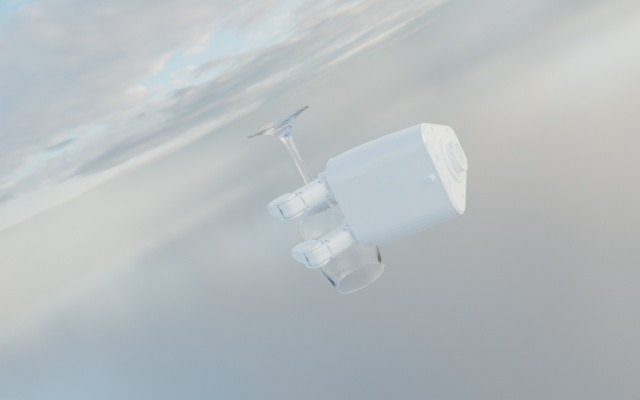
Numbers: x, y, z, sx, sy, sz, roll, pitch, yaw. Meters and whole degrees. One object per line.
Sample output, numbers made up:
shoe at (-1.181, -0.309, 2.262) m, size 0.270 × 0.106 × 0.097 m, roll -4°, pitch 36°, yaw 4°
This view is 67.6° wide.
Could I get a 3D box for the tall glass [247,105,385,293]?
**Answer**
tall glass at (0.000, 0.001, 0.527) m, size 0.079 × 0.201 × 0.079 m, roll -27°, pitch 10°, yaw 5°
